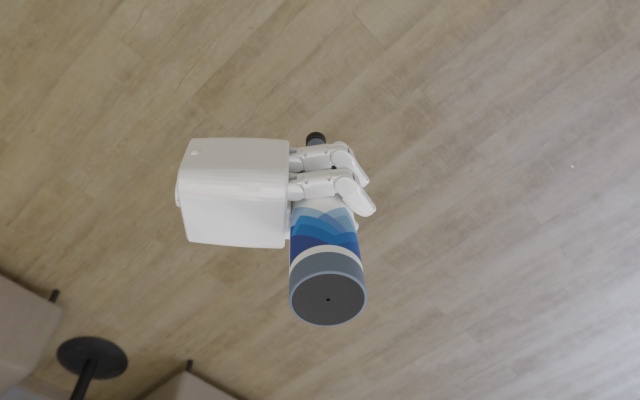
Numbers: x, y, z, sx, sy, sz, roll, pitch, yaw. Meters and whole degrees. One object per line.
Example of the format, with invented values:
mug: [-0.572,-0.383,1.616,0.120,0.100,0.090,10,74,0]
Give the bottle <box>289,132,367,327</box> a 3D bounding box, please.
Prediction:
bottle: [0.000,0.002,0.523,0.069,0.069,0.295,0,34,-3]
